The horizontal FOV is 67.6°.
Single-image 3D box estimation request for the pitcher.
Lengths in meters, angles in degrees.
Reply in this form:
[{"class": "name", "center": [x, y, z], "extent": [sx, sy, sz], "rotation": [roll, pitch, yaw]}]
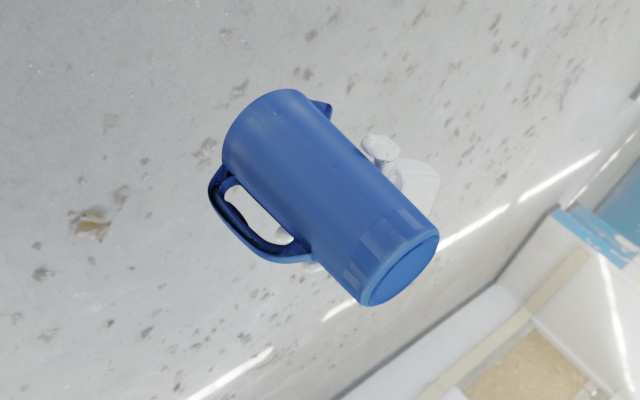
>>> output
[{"class": "pitcher", "center": [0.000, 0.002, 0.521], "extent": [0.145, 0.149, 0.242], "rotation": [-2, 41, -52]}]
